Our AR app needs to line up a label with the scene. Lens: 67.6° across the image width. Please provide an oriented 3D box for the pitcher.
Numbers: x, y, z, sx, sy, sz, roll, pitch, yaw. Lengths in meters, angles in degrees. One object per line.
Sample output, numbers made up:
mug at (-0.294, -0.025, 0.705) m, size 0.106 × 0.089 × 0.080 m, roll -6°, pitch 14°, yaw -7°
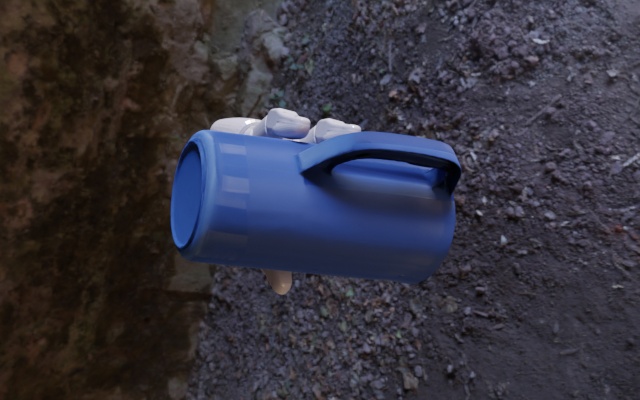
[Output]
pitcher at (0.000, 0.001, 0.437) m, size 0.243 × 0.149 × 0.145 m, roll 7°, pitch 9°, yaw -31°
